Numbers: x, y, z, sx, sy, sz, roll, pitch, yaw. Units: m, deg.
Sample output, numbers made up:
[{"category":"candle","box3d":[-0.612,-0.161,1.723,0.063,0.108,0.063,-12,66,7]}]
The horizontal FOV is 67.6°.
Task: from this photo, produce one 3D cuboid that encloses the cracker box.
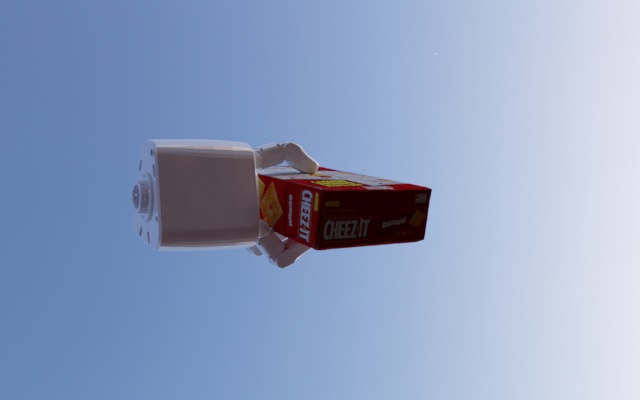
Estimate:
[{"category":"cracker box","box3d":[0.000,0.002,0.593,0.164,0.072,0.213,-2,11,-36]}]
